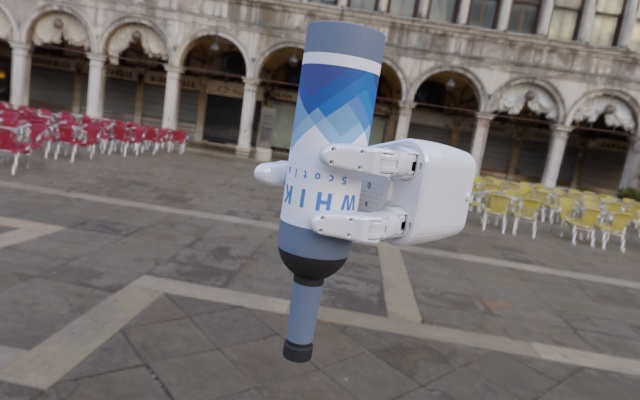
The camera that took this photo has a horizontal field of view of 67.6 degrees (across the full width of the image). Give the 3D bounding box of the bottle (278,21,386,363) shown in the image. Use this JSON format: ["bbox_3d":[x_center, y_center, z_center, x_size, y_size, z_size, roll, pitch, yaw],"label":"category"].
[{"bbox_3d":[0.000,0.001,0.423,0.069,0.296,0.069,9,9,-1],"label":"bottle"}]
